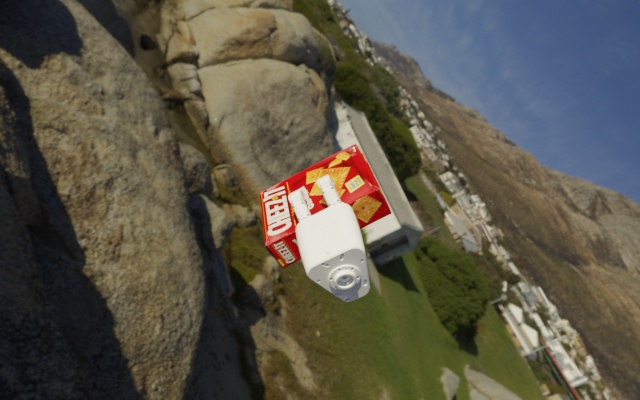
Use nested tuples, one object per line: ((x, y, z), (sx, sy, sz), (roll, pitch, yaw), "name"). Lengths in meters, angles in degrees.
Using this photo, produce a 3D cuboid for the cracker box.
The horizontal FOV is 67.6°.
((0.000, 0.003, 0.858), (0.214, 0.072, 0.164), (-26, 35, 8), "cracker box")
